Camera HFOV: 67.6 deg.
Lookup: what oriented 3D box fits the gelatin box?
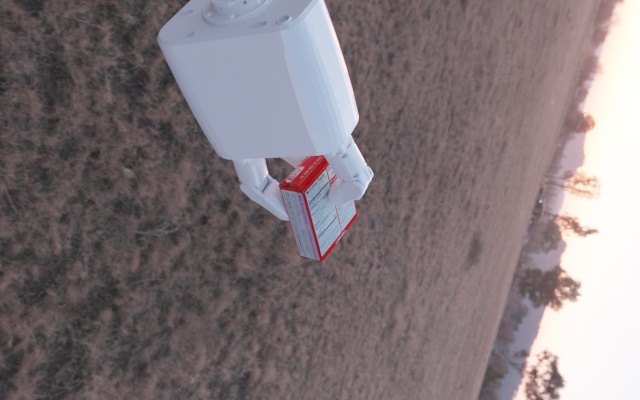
[{"bbox_3d":[0.001,0.002,0.454,0.030,0.089,0.073,11,43,32],"label":"gelatin box"}]
